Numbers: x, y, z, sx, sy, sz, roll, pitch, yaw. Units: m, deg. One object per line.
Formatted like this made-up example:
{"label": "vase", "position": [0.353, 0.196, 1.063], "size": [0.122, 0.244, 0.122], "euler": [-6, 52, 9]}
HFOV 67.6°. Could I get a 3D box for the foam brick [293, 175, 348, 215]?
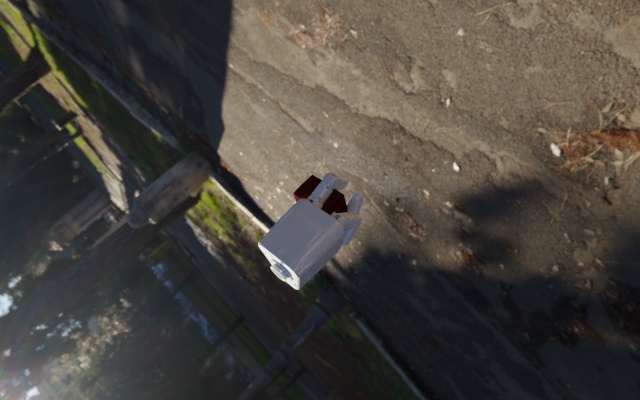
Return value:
{"label": "foam brick", "position": [0.000, 0.003, 0.827], "size": [0.078, 0.051, 0.053], "euler": [34, -22, 30]}
